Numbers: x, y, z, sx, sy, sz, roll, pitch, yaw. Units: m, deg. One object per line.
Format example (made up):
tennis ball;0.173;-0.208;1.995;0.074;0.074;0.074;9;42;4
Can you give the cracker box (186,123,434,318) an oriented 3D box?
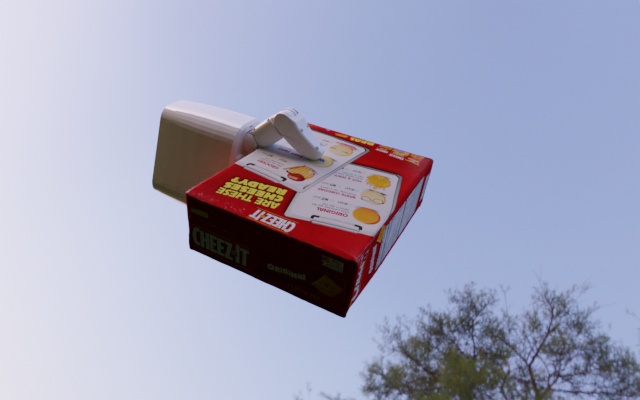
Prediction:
cracker box;0.000;0.001;0.478;0.164;0.072;0.213;20;34;20
